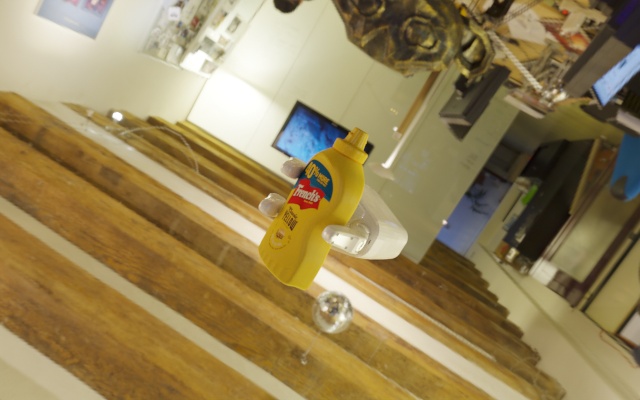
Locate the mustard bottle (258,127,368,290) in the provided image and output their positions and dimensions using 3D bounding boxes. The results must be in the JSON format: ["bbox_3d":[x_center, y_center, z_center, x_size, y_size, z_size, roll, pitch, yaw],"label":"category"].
[{"bbox_3d":[0.000,0.002,0.559,0.058,0.191,0.096,24,12,-33],"label":"mustard bottle"}]
